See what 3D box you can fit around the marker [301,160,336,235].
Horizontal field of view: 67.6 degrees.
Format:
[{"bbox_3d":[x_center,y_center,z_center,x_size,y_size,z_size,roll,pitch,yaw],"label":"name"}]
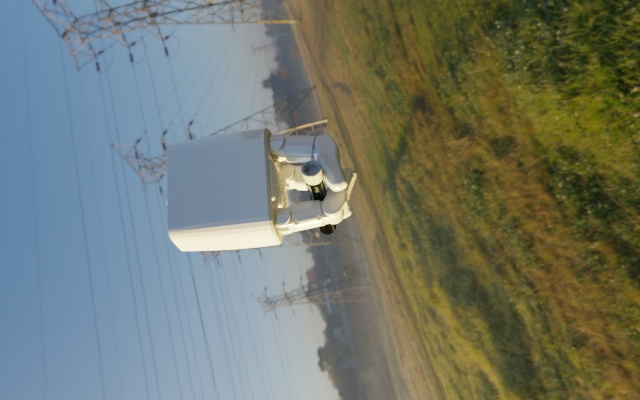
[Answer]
[{"bbox_3d":[0.000,0.002,0.488,0.020,0.020,0.121,0,-31,10],"label":"marker"}]
